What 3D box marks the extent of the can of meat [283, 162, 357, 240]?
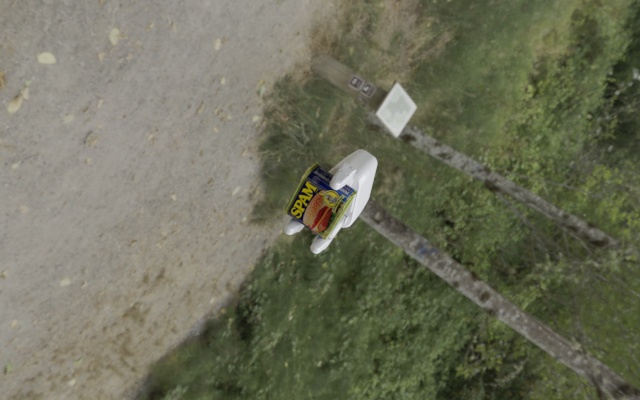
[{"bbox_3d":[0.000,0.003,0.782,0.084,0.102,0.057,34,31,7],"label":"can of meat"}]
